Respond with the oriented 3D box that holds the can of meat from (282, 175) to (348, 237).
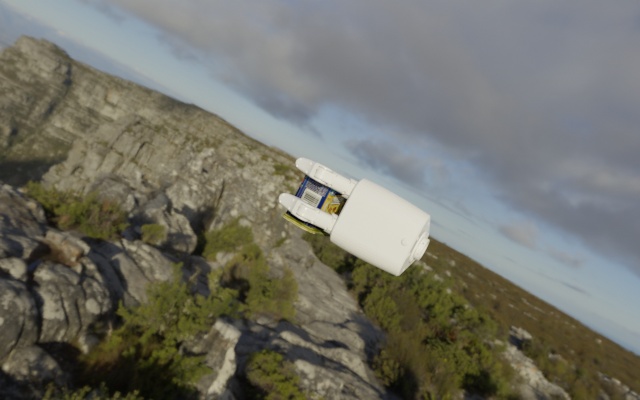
[{"bbox_3d":[0.000,0.002,0.707,0.057,0.084,0.102,29,4,23],"label":"can of meat"}]
